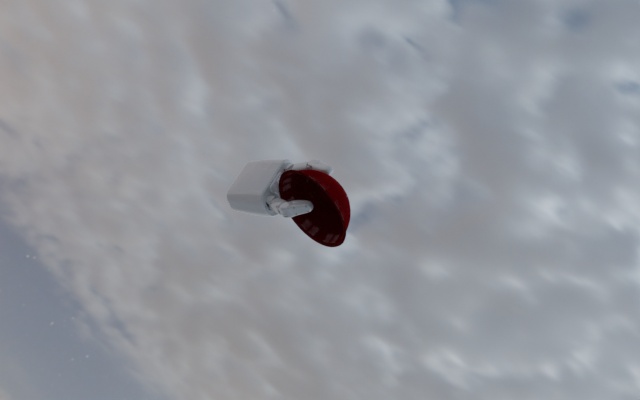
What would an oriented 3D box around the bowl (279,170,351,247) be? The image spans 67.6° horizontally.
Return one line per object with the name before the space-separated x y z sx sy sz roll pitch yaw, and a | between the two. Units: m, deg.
bowl | 0.001 0.003 0.848 0.055 0.162 0.162 -38 21 -30
